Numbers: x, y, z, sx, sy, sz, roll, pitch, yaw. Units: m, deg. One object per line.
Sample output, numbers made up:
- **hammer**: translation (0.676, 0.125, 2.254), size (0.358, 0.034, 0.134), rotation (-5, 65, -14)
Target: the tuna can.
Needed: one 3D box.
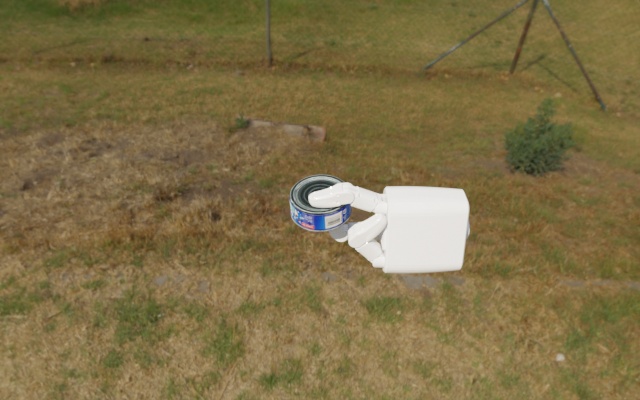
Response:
- **tuna can**: translation (0.000, 0.002, 0.659), size (0.086, 0.034, 0.086), rotation (-2, 41, 2)
